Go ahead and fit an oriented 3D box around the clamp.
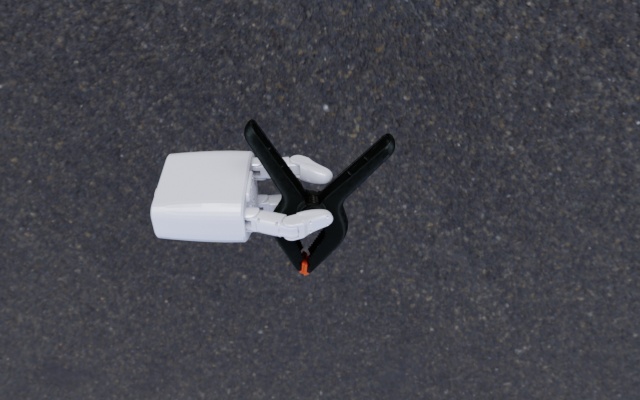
[{"bbox_3d":[0.000,0.003,0.566,0.164,0.210,0.036,0,34,1],"label":"clamp"}]
